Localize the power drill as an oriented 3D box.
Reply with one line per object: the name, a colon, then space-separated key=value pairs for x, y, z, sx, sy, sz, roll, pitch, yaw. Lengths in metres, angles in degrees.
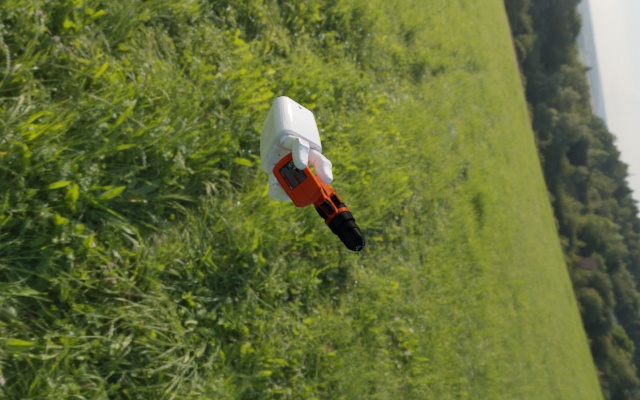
power drill: x=0.000 y=0.002 z=0.863 sx=0.057 sy=0.184 sz=0.188 roll=-40 pitch=-30 yaw=5
